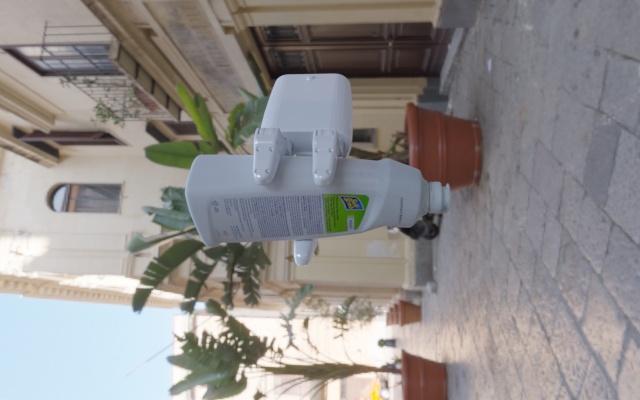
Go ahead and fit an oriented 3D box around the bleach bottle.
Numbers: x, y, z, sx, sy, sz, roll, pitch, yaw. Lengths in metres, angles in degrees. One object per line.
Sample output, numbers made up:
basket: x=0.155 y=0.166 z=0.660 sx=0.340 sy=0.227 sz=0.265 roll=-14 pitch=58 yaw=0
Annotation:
bleach bottle: x=0.000 y=0.002 z=0.484 sx=0.251 sy=0.068 sz=0.103 roll=1 pitch=-40 yaw=6
